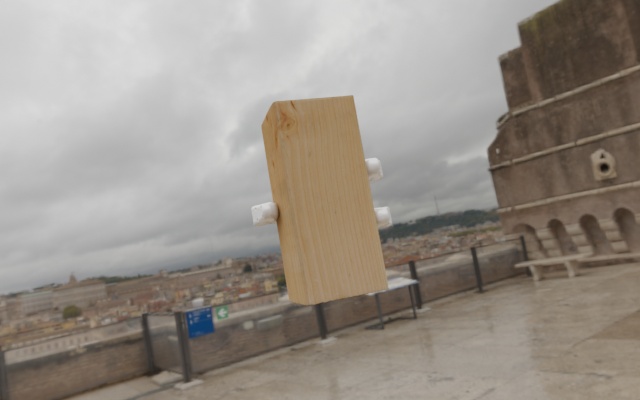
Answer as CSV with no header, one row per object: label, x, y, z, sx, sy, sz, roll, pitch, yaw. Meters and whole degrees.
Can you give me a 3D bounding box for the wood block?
wood block,0.000,0.002,0.523,0.091,0.206,0.090,-8,-6,-17
